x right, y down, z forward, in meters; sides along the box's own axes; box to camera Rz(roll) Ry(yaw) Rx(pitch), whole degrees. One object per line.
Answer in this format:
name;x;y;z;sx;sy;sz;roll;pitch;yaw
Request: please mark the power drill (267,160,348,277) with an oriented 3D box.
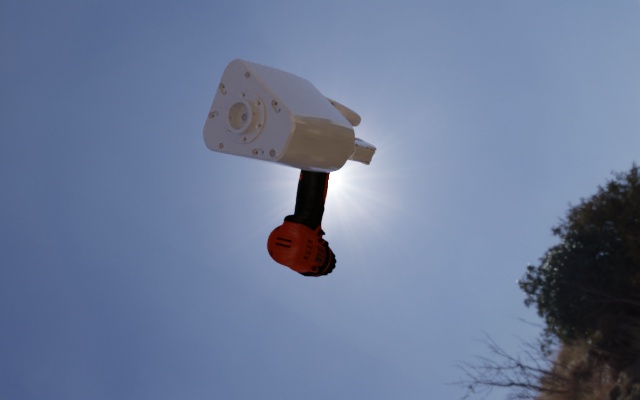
power drill;0.000;0.001;0.598;0.057;0.187;0.184;9;-11;15
